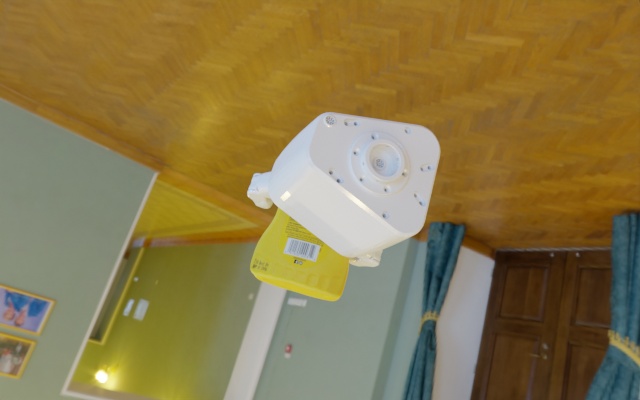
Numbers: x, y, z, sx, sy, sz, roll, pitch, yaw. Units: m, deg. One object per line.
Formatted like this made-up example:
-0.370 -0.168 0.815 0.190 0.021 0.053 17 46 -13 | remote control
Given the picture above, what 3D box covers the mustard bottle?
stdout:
0.000 0.002 0.507 0.096 0.191 0.058 14 -19 9 | mustard bottle
